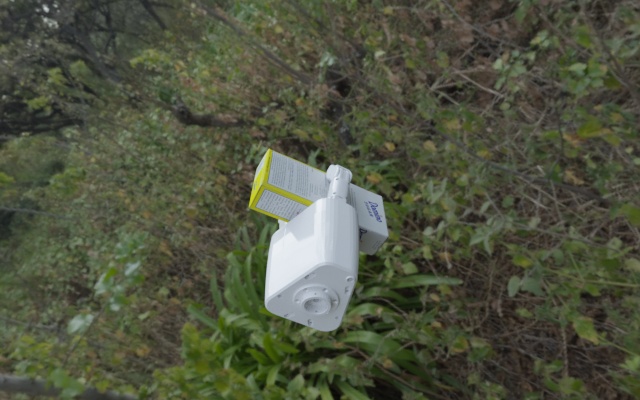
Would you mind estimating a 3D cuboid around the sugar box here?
[{"bbox_3d":[0.000,0.002,0.623,0.176,0.048,0.093,25,32,-16],"label":"sugar box"}]
